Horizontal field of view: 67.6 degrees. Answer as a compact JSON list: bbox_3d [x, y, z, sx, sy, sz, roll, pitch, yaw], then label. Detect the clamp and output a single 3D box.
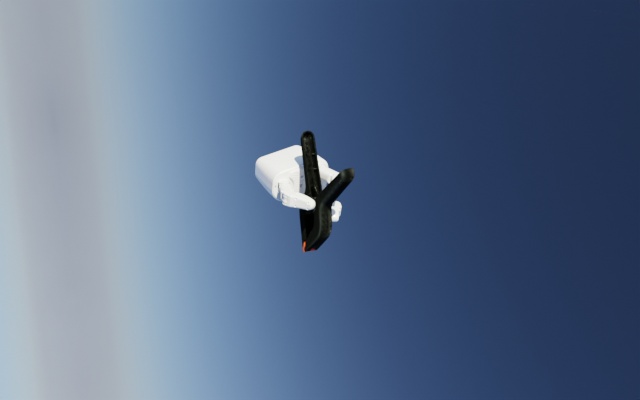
[{"bbox_3d":[-0.001,0.003,0.814,0.036,0.210,0.164,-5,25,-26],"label":"clamp"}]
